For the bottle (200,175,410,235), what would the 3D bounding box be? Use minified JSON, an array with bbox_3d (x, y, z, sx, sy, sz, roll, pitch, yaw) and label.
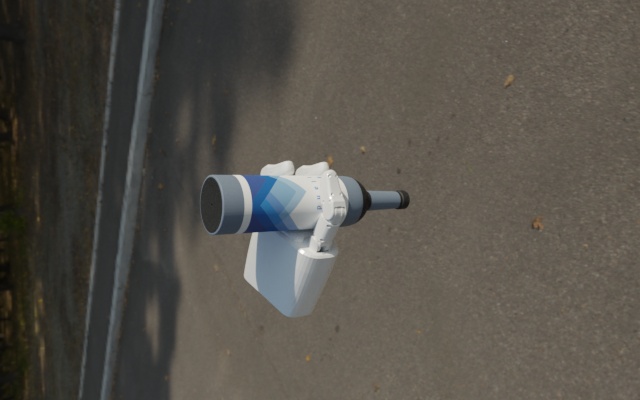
[{"bbox_3d":[0.000,0.002,0.608,0.296,0.069,0.069,-1,1,-35],"label":"bottle"}]
